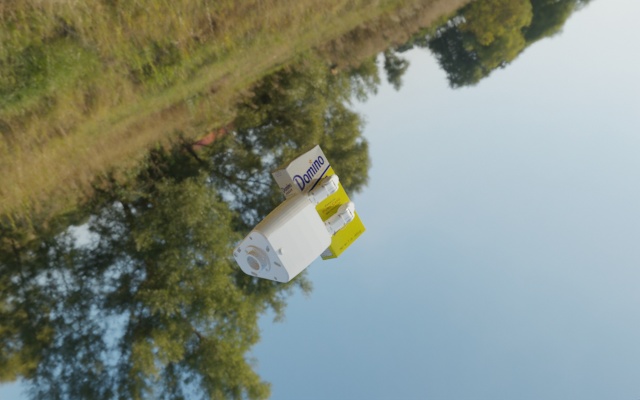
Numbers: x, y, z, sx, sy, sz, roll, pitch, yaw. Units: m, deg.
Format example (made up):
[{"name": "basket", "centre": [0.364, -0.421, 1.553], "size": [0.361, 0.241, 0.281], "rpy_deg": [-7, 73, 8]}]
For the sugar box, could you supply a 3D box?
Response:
[{"name": "sugar box", "centre": [0.000, 0.003, 0.815], "size": [0.048, 0.176, 0.093], "rpy_deg": [-14, 20, 48]}]
